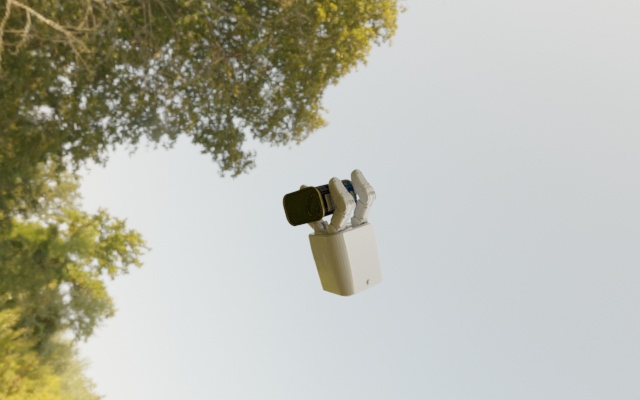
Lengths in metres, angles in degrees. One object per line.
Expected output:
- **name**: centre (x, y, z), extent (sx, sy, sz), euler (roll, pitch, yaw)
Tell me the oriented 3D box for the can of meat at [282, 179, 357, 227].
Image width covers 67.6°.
- **can of meat**: centre (0.000, 0.003, 0.806), extent (0.084, 0.057, 0.102), euler (-15, -1, -40)
